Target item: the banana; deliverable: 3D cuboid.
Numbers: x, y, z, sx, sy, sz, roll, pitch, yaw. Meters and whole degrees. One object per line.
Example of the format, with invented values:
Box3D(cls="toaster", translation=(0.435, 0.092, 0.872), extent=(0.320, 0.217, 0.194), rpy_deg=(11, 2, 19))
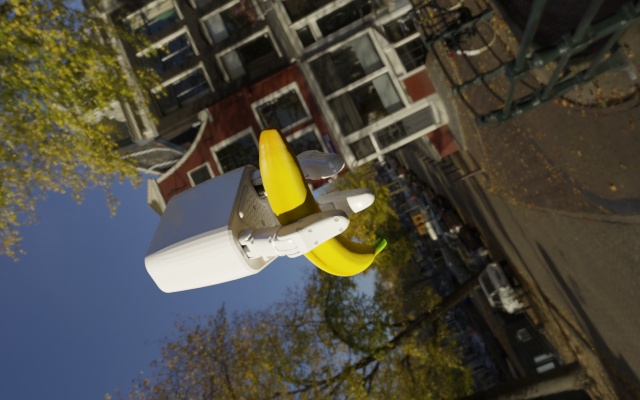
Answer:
Box3D(cls="banana", translation=(-0.003, 0.019, 0.440), extent=(0.037, 0.069, 0.198), rpy_deg=(-8, -39, 35))
